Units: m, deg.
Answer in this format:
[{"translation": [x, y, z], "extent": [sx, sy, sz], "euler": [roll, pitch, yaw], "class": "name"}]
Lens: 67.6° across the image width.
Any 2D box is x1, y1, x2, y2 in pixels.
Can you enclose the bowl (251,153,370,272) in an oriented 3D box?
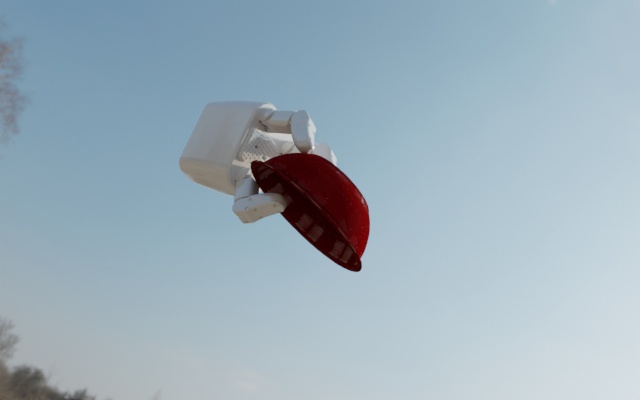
[{"translation": [0.001, 0.002, 0.512], "extent": [0.055, 0.162, 0.162], "euler": [-45, 14, -14], "class": "bowl"}]
